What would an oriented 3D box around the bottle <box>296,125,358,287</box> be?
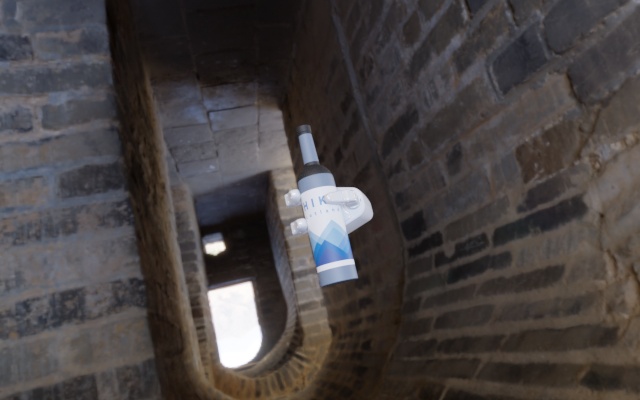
[{"bbox_3d":[0.000,0.003,0.859,0.069,0.295,0.069,-13,-13,-3],"label":"bottle"}]
